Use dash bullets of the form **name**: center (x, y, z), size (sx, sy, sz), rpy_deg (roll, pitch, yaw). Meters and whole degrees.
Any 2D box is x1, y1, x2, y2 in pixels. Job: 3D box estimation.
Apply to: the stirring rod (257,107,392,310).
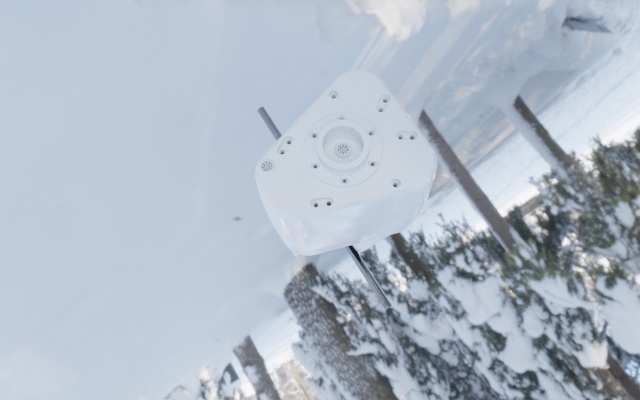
- **stirring rod**: center (0.000, 0.001, 0.472), size (0.011, 0.239, 0.011), rpy_deg (-30, -15, -9)
